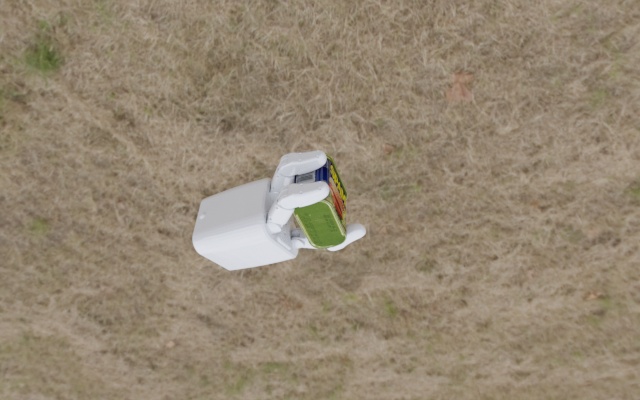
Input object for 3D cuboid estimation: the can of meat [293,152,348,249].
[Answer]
[{"bbox_3d":[0.000,0.002,0.632,0.057,0.083,0.102,-12,-45,14],"label":"can of meat"}]
